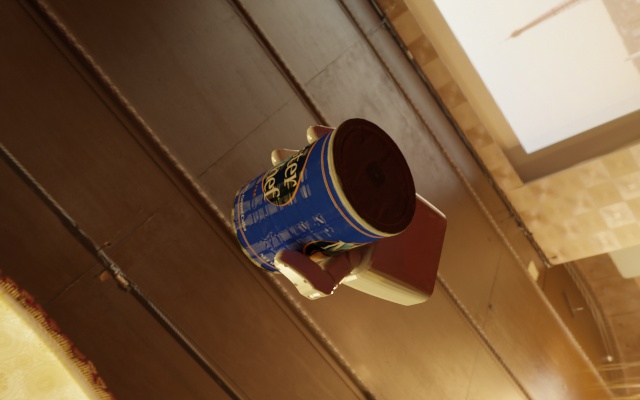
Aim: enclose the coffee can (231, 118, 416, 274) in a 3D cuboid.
[{"bbox_3d":[0.000,0.001,0.437,0.103,0.102,0.140,0,-19,-46],"label":"coffee can"}]
